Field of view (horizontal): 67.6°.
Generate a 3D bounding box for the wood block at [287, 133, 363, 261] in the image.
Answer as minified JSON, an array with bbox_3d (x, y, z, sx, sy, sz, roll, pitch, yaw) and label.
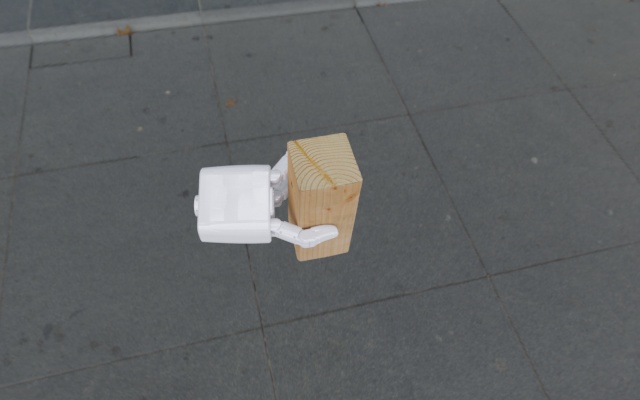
[{"bbox_3d":[0.000,0.003,0.744,0.090,0.090,0.206,-10,-32,-9],"label":"wood block"}]
